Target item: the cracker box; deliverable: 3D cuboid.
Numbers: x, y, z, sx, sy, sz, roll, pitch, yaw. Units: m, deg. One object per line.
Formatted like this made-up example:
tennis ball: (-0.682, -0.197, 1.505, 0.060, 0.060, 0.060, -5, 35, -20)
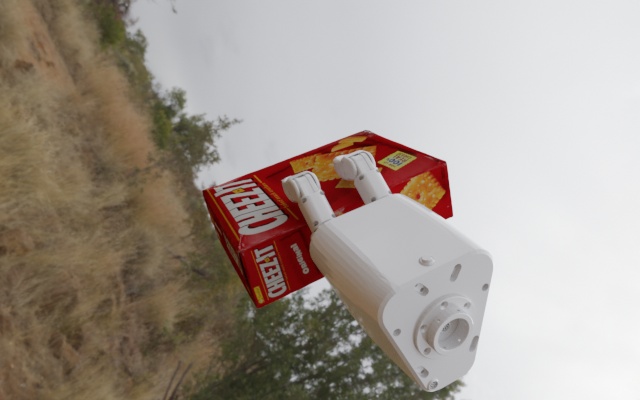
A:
cracker box: (0.000, 0.002, 0.499, 0.213, 0.072, 0.164, -22, 27, -16)
